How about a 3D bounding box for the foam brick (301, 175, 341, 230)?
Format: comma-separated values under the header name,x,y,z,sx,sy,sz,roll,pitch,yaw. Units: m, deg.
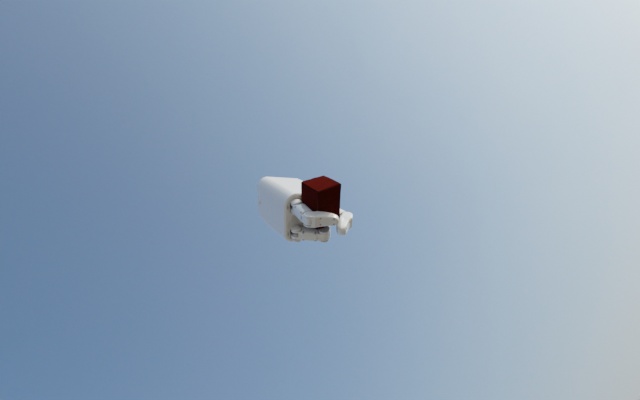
name,x,y,z,sx,sy,sz,roll,pitch,yaw
foam brick,0.000,0.003,0.845,0.053,0.078,0.051,-17,33,-33
